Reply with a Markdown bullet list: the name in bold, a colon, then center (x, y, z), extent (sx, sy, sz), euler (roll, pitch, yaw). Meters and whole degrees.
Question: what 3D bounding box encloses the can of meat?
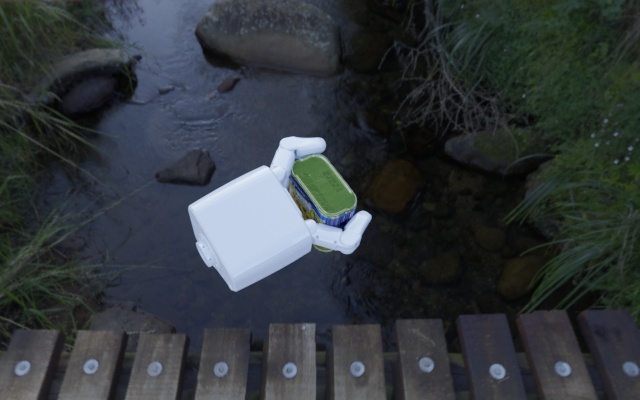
- **can of meat**: center (0.000, 0.002, 0.618), extent (0.057, 0.102, 0.084), euler (-27, -27, -21)
